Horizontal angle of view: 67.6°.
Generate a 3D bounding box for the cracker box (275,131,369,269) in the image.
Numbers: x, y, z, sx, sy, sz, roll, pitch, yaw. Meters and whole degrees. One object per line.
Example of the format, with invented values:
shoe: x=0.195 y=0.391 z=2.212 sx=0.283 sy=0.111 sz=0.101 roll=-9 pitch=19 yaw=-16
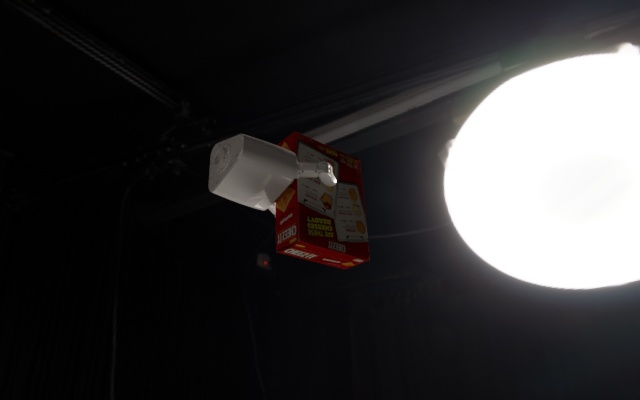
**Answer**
cracker box: x=0.000 y=0.003 z=0.863 sx=0.164 sy=0.213 sz=0.072 roll=19 pitch=-34 yaw=-36
